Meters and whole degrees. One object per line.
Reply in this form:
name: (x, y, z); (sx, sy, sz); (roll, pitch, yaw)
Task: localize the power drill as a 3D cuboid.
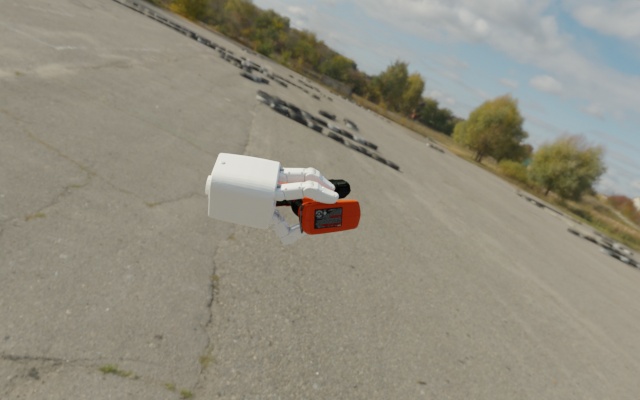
power drill: (0.000, 0.003, 0.882); (0.184, 0.057, 0.187); (-7, 17, -21)
